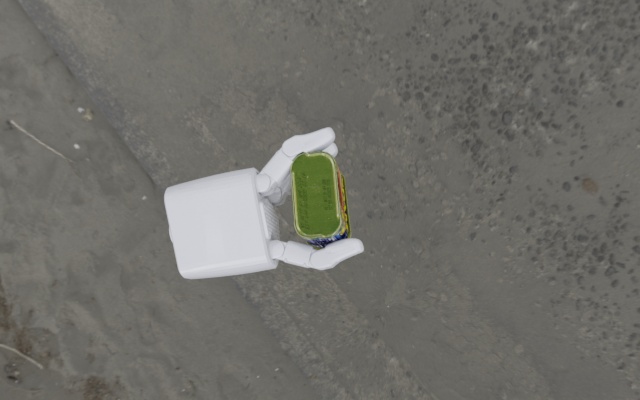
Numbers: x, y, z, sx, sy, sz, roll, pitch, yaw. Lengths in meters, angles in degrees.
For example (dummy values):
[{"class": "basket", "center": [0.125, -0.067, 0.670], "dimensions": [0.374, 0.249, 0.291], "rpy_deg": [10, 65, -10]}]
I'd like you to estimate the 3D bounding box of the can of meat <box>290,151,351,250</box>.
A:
[{"class": "can of meat", "center": [0.000, 0.002, 0.548], "dimensions": [0.057, 0.102, 0.084], "rpy_deg": [-7, -13, 7]}]
